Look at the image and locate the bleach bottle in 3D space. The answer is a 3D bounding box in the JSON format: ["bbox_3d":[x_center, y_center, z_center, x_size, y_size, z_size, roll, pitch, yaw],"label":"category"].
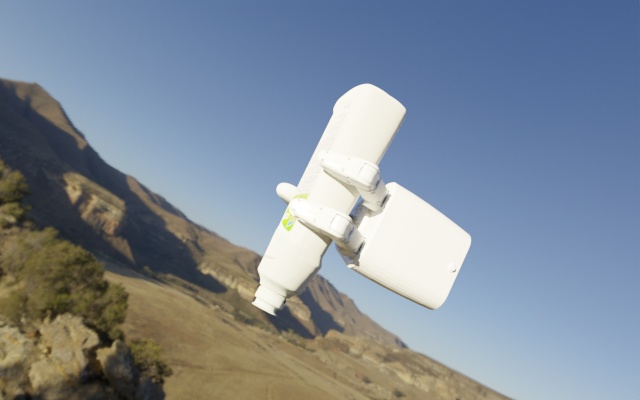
[{"bbox_3d":[0.000,0.002,0.508,0.068,0.250,0.102,31,-13,-12],"label":"bleach bottle"}]
